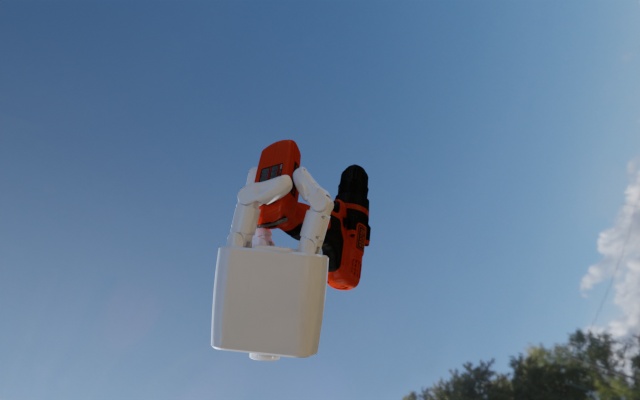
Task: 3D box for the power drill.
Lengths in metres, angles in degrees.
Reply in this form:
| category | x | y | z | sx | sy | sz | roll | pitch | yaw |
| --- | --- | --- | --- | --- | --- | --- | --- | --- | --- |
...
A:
| category | x | y | z | sx | sy | sz | roll | pitch | yaw |
| --- | --- | --- | --- | --- | --- | --- | --- | --- | --- |
| power drill | 0.000 | 0.002 | 0.608 | 0.057 | 0.184 | 0.188 | -16 | -36 | 36 |
